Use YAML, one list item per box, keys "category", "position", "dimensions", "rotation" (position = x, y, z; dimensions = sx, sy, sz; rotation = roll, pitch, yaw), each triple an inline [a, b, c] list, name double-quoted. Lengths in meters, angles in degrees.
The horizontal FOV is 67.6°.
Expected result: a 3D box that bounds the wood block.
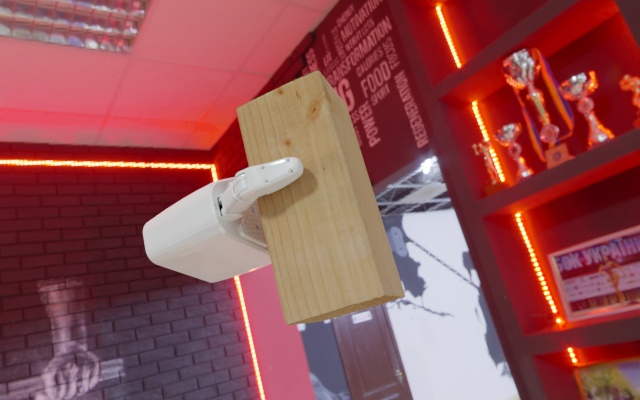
- category: "wood block"
  position: [0.000, 0.001, 0.446]
  dimensions: [0.090, 0.206, 0.091]
  rotation: [-21, -17, 17]
